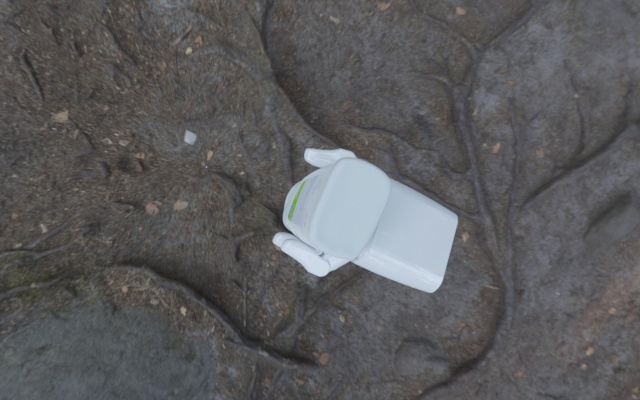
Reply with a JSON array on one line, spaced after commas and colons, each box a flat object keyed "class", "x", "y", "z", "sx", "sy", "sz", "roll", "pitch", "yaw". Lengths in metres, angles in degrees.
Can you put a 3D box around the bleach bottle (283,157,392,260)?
[{"class": "bleach bottle", "x": 0.000, "y": 0.002, "z": 0.583, "sx": 0.068, "sy": 0.102, "sz": 0.251, "roll": 25, "pitch": -2, "yaw": -14}]
